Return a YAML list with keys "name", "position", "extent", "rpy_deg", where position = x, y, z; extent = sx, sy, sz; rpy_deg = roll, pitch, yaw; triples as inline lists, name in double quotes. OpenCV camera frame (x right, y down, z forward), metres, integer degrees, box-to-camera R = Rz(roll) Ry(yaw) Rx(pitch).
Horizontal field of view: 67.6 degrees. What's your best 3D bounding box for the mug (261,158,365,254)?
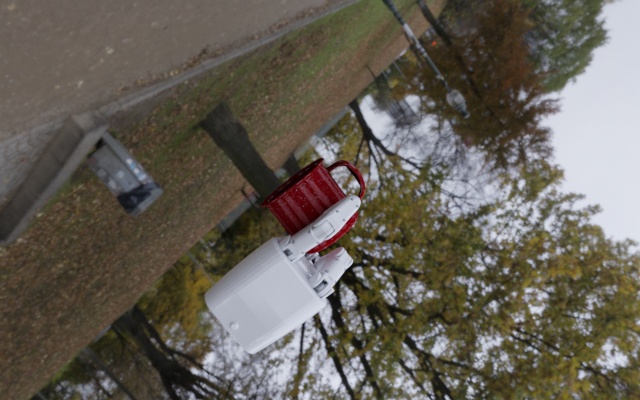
- name: "mug"
  position: [0.001, 0.001, 0.567]
  extent: [0.117, 0.081, 0.093]
  rpy_deg: [-37, 10, 7]
